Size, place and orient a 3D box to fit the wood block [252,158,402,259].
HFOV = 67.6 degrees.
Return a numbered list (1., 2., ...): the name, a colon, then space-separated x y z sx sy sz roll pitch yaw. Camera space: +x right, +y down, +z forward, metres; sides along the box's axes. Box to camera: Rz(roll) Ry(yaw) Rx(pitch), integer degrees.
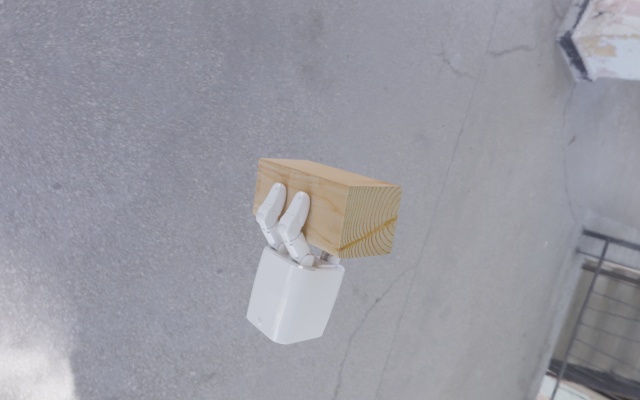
1. wood block: 0.000 0.003 0.651 0.091 0.090 0.206 0 13 -38
